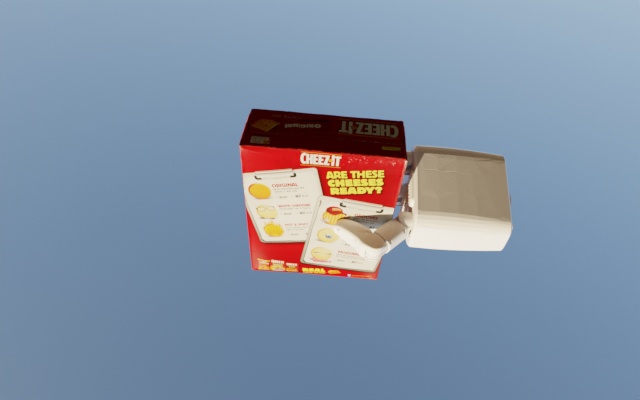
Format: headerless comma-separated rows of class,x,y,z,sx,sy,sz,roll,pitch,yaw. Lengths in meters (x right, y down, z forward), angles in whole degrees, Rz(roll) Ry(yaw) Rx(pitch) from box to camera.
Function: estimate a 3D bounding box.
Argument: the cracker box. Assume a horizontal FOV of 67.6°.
cracker box,0.000,0.002,0.553,0.164,0.072,0.214,5,-42,0
